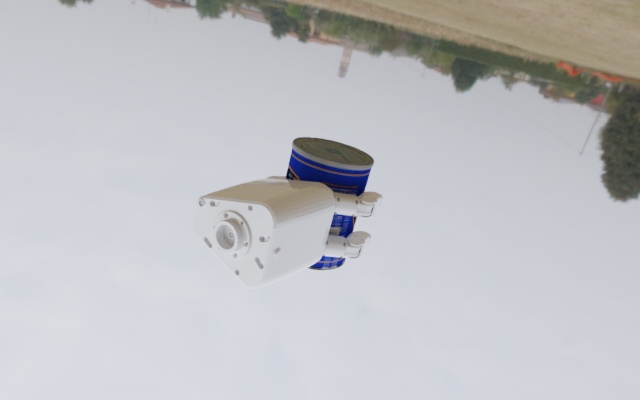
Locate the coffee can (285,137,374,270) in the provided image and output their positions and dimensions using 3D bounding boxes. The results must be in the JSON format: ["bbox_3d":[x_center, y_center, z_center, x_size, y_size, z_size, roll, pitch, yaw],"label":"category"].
[{"bbox_3d":[0.000,0.002,0.606,0.103,0.140,0.102,13,20,-5],"label":"coffee can"}]
